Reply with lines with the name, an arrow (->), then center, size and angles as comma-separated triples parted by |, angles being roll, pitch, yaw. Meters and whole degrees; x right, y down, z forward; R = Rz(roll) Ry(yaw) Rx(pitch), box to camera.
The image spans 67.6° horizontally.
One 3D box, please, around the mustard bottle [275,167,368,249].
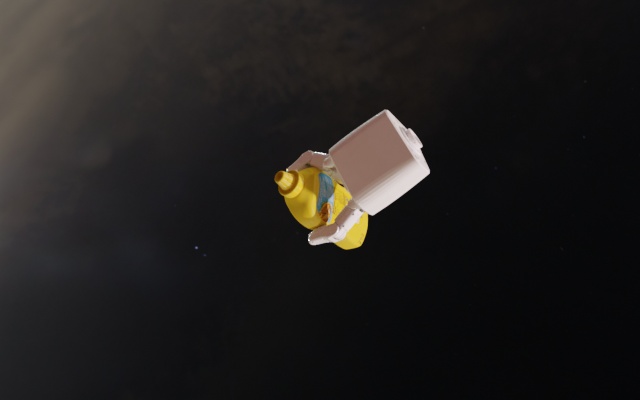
mustard bottle -> 0.000, 0.003, 0.743 | 0.058, 0.096, 0.192 | -15, -32, 35
